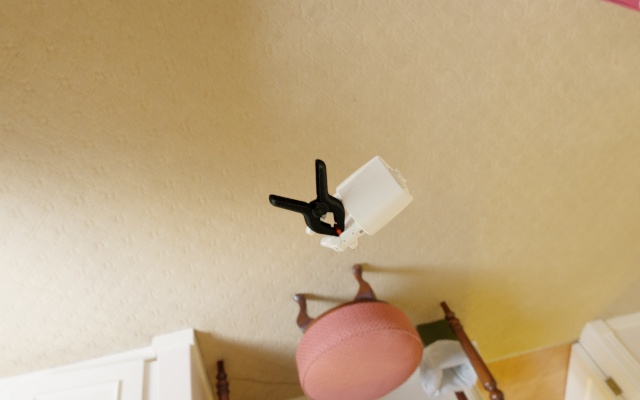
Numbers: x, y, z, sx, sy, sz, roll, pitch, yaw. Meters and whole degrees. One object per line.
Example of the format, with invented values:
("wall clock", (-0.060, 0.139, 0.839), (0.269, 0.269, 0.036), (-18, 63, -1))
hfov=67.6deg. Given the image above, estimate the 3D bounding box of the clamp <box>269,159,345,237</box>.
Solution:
("clamp", (0.000, 0.003, 0.888), (0.171, 0.120, 0.039), (39, 18, -36))
